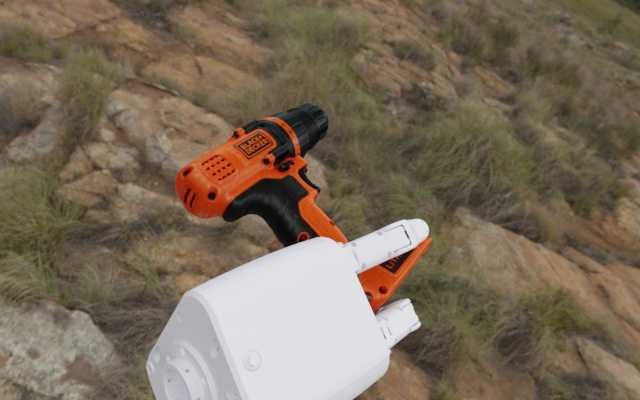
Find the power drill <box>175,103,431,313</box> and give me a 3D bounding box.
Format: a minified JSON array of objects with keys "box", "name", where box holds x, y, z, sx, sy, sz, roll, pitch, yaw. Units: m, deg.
[{"box":[0.000,0.002,0.412,0.184,0.187,0.057,-41,-13,-44],"name":"power drill"}]
